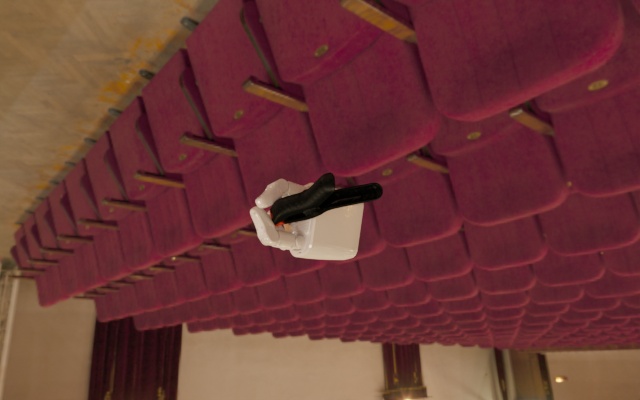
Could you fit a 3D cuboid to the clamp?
[{"bbox_3d":[0.000,0.003,0.673,0.120,0.039,0.171,11,-22,-39],"label":"clamp"}]
